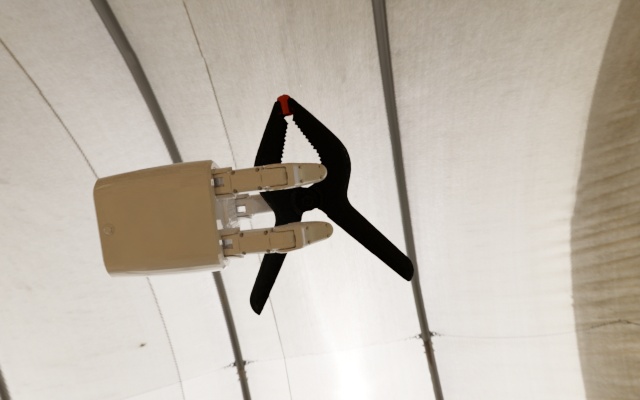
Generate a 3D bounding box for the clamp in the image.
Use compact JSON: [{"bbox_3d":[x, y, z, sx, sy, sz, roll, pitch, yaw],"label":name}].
[{"bbox_3d":[0.000,0.001,0.464,0.164,0.210,0.036,-7,5,2],"label":"clamp"}]
